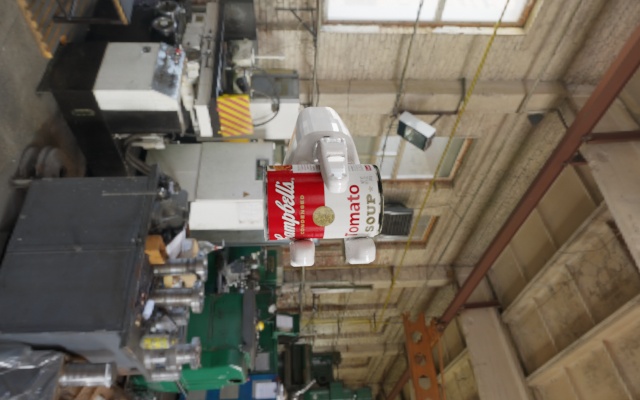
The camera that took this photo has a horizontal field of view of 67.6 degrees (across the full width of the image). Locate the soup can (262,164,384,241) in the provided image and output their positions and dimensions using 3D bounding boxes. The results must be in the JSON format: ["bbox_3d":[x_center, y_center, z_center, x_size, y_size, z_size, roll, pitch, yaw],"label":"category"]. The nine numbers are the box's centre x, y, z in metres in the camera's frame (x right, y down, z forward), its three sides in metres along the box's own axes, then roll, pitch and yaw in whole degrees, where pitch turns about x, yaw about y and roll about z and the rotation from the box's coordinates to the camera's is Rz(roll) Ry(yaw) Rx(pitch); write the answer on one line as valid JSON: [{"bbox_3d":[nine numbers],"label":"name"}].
[{"bbox_3d":[0.000,0.002,0.430,0.102,0.068,0.068,-1,0,-5],"label":"soup can"}]
